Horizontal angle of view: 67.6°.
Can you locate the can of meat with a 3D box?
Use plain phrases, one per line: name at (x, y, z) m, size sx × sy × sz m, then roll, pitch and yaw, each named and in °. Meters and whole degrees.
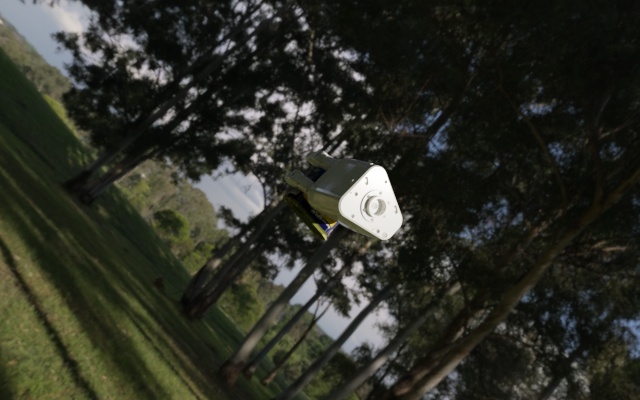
can of meat at (0.000, 0.003, 0.826) m, size 0.084 × 0.102 × 0.057 m, roll -45°, pitch 19°, yaw -12°
